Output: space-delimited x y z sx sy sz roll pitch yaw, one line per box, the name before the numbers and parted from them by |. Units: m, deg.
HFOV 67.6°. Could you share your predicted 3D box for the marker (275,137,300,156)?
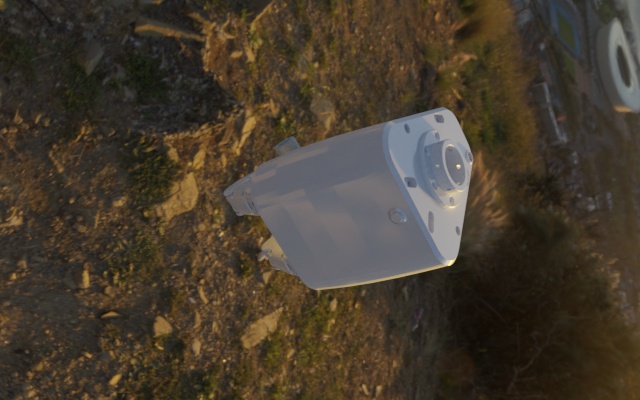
marker | 0.000 0.001 0.409 0.020 0.121 0.020 -28 17 10
